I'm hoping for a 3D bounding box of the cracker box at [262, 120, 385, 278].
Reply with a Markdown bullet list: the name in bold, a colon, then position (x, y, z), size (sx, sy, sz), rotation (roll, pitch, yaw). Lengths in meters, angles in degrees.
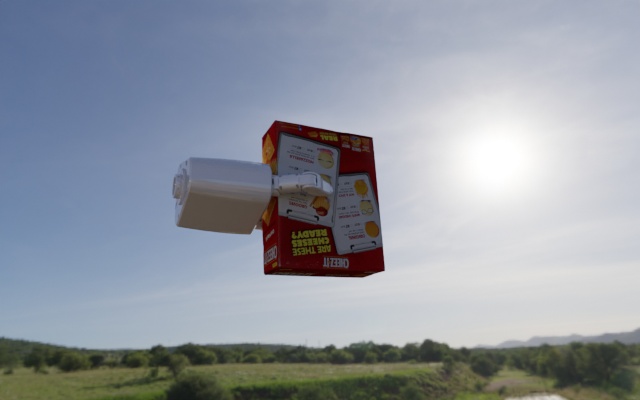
- **cracker box**: position (0.000, 0.002, 0.700), size (0.164, 0.213, 0.072), rotation (6, -21, -25)
